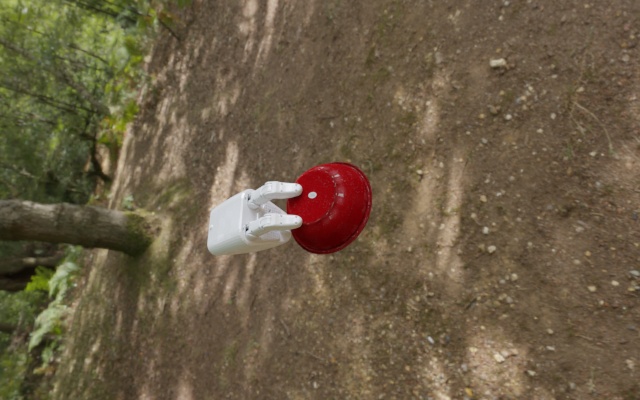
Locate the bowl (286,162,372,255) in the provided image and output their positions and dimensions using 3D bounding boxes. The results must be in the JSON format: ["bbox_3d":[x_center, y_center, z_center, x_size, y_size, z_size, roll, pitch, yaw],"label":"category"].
[{"bbox_3d":[0.001,0.002,0.768,0.162,0.162,0.055,0,-20,35],"label":"bowl"}]
